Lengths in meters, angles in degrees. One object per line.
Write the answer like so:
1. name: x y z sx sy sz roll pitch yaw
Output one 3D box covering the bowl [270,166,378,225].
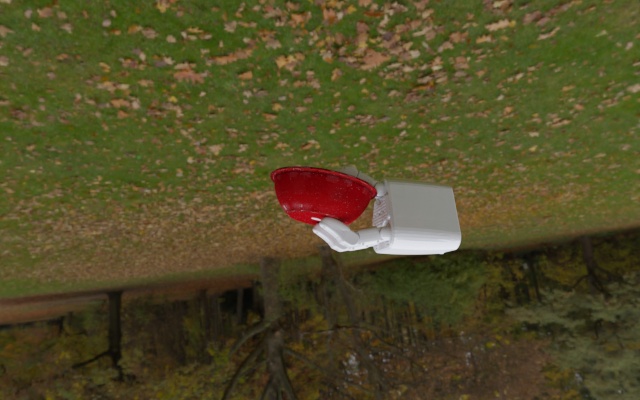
1. bowl: -0.001 0.003 0.704 0.162 0.055 0.162 10 -14 2
